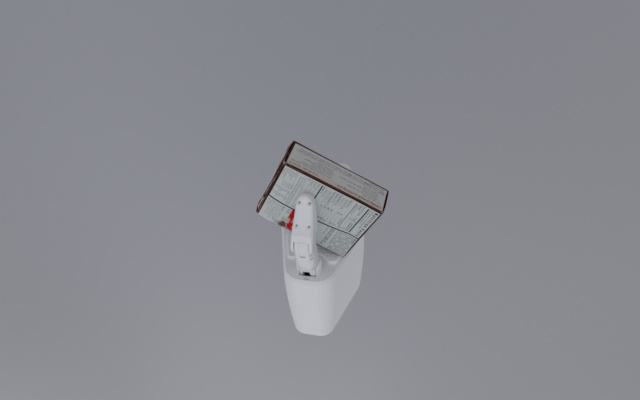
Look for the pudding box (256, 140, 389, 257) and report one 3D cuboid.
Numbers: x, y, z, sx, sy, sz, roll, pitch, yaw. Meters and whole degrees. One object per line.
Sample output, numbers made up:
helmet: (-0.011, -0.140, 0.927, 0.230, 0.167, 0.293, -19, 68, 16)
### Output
pudding box: (0.000, 0.002, 0.496, 0.113, 0.039, 0.090, 26, -45, -9)
